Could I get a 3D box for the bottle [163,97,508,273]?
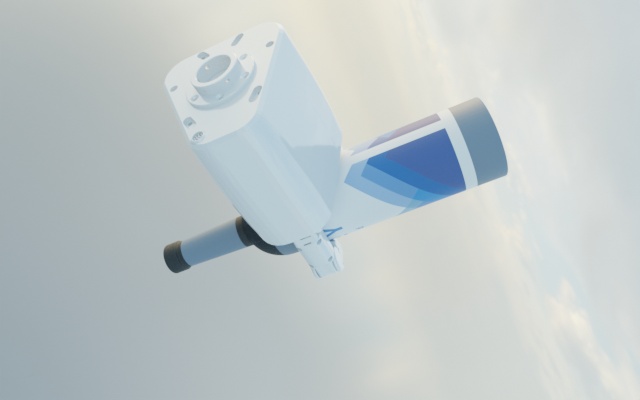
[{"bbox_3d":[0.000,0.001,0.405,0.296,0.069,0.069,-21,-4,11],"label":"bottle"}]
